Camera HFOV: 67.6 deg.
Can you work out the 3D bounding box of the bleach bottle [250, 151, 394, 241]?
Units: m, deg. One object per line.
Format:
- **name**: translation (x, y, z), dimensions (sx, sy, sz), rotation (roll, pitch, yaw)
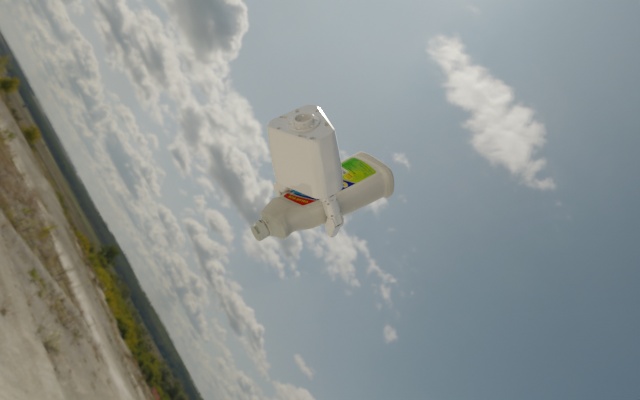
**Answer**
- **bleach bottle**: translation (0.000, 0.003, 0.816), dimensions (0.251, 0.068, 0.102), rotation (-28, 44, -23)
